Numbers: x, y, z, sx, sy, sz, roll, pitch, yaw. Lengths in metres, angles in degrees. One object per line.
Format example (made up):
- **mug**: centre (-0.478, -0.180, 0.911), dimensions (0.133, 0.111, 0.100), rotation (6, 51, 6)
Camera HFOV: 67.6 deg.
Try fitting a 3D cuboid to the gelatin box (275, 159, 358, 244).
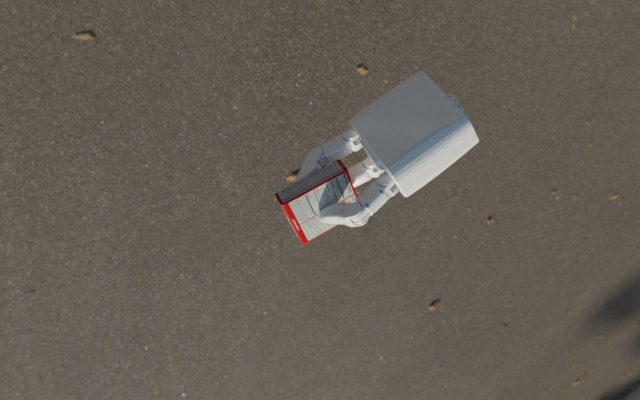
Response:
- **gelatin box**: centre (0.000, 0.002, 0.579), dimensions (0.089, 0.073, 0.030), rotation (-29, 42, -5)
